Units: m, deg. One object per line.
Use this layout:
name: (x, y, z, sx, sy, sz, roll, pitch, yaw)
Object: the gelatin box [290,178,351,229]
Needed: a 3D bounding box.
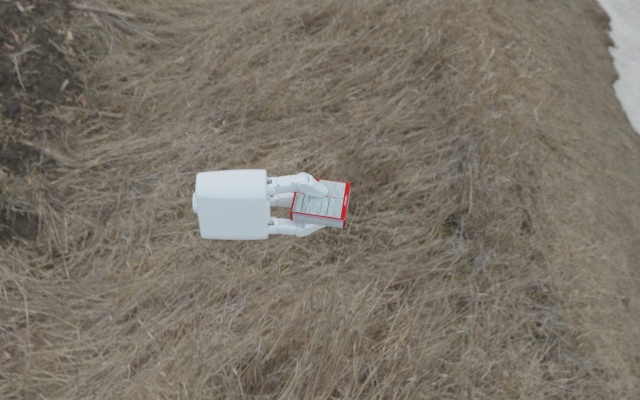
gelatin box: (0.000, 0.002, 0.767, 0.089, 0.073, 0.030, 7, -35, 4)
